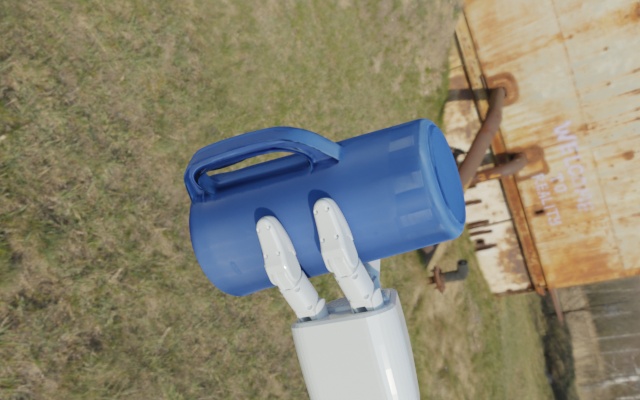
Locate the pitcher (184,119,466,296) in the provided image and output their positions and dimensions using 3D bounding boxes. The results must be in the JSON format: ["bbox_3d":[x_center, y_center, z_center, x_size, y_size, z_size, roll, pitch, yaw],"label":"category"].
[{"bbox_3d":[0.000,0.002,0.453,0.243,0.145,0.149,-16,-5,26],"label":"pitcher"}]
